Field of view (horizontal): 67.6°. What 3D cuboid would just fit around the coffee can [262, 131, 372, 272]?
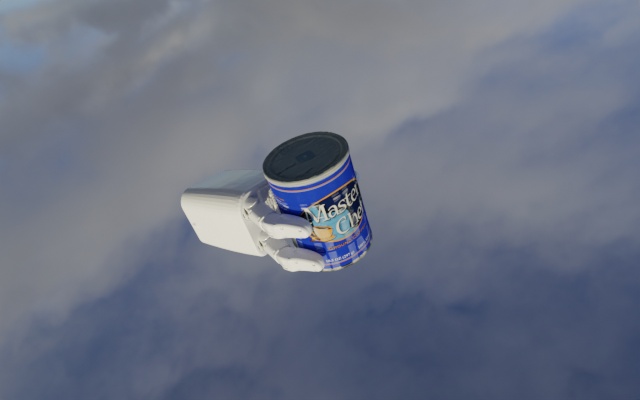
[{"bbox_3d":[0.000,0.002,0.586,0.103,0.140,0.102,-12,36,9],"label":"coffee can"}]
